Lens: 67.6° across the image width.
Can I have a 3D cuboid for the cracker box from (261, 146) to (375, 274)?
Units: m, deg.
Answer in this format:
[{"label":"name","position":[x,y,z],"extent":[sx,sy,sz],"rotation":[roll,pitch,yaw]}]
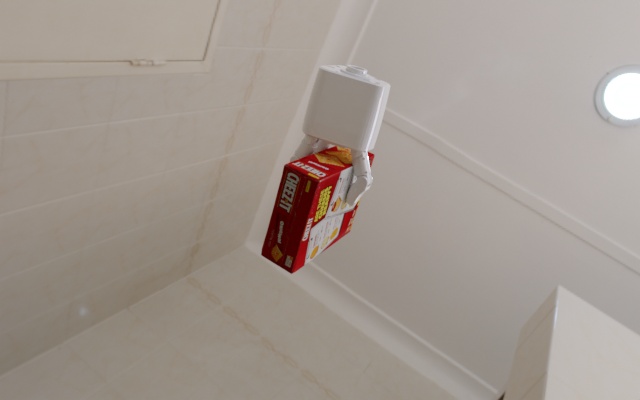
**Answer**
[{"label":"cracker box","position":[0.000,0.003,0.796],"extent":[0.072,0.164,0.213],"rotation":[26,26,21]}]
